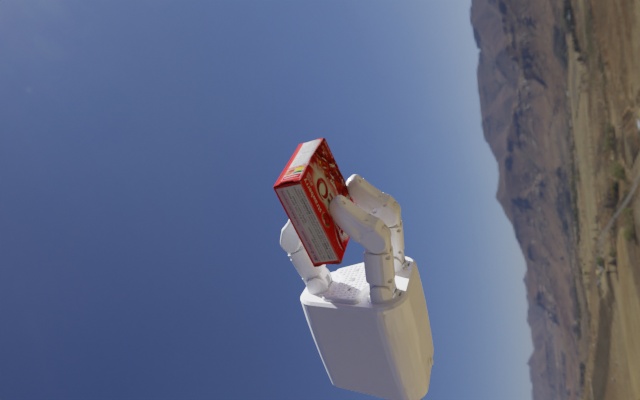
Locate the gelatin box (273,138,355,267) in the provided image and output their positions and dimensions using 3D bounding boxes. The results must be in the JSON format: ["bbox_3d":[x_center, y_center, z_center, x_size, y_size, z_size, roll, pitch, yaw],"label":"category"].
[{"bbox_3d":[0.000,0.001,0.420,0.030,0.089,0.073,-12,30,26],"label":"gelatin box"}]
